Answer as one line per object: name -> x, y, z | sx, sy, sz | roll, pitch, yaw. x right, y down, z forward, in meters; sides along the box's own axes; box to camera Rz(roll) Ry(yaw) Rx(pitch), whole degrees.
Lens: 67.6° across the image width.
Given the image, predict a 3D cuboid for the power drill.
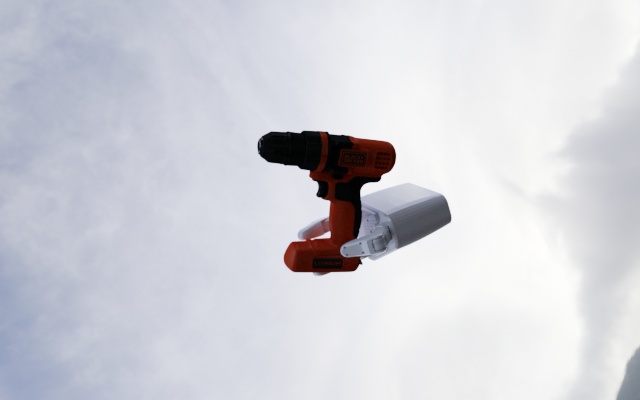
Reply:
power drill -> 0.000, 0.002, 0.630 | 0.184, 0.188, 0.057 | 4, 20, -18
